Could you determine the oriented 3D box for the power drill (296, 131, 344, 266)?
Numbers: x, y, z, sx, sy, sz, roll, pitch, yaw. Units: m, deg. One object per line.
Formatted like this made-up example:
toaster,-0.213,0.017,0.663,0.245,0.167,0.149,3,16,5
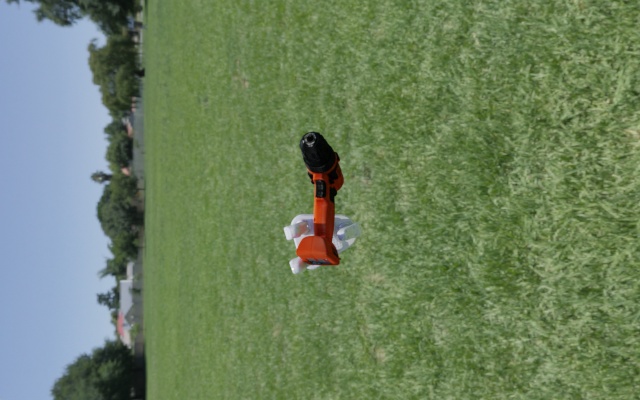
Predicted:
power drill,0.000,0.003,0.764,0.057,0.187,0.184,0,-18,15
